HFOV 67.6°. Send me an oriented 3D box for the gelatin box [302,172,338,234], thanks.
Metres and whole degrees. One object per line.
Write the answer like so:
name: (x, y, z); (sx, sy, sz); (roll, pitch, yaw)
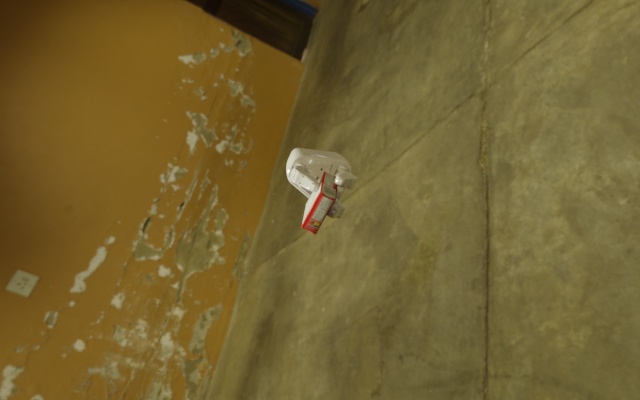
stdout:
gelatin box: (0.000, 0.003, 0.795); (0.030, 0.073, 0.089); (26, 25, -8)
